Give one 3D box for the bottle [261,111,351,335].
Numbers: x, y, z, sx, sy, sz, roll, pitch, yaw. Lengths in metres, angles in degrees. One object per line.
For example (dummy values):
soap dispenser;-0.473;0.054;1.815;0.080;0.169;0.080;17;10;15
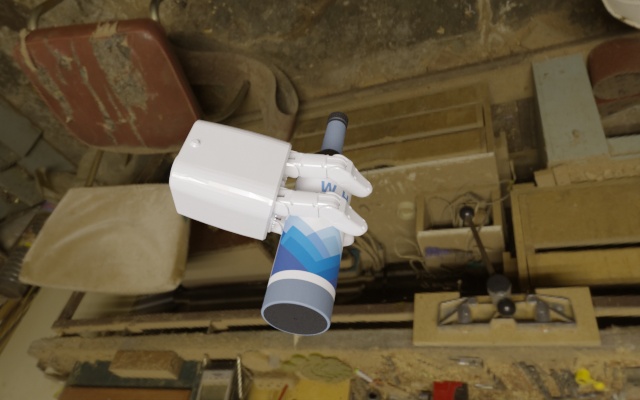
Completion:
bottle;0.000;0.002;0.543;0.069;0.295;0.069;7;-40;6
